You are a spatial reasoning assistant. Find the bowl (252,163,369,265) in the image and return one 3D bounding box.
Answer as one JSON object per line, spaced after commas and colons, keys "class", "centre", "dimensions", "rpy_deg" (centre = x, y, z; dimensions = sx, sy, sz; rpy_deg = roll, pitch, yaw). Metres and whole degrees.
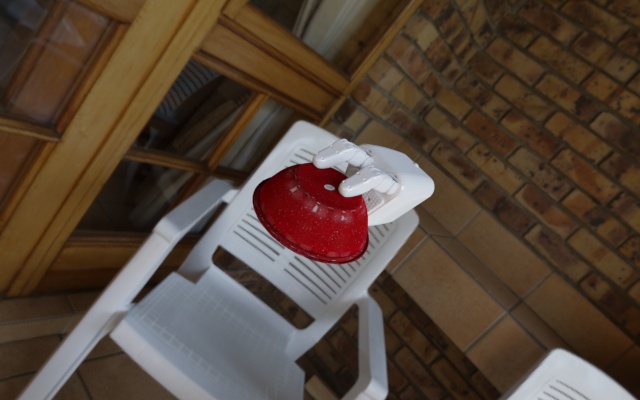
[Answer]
{"class": "bowl", "centre": [0.000, 0.002, 0.592], "dimensions": [0.162, 0.055, 0.162], "rpy_deg": [20, 33, -14]}
